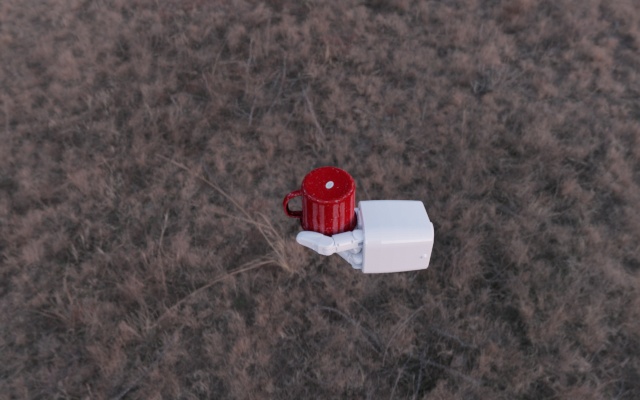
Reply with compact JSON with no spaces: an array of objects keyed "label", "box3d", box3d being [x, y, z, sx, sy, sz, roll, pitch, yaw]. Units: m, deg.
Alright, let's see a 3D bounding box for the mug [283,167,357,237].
[{"label":"mug","box3d":[-0.001,0.002,0.740,0.117,0.093,0.082,-2,-44,0]}]
